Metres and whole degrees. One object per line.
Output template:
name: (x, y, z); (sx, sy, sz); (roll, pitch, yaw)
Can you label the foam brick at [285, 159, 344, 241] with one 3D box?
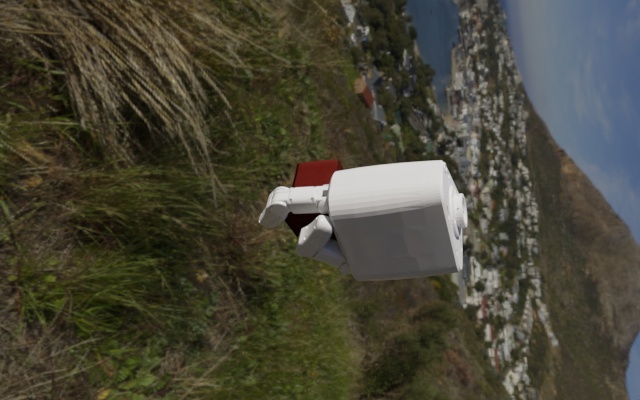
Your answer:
foam brick: (0.000, 0.001, 0.519); (0.051, 0.078, 0.053); (-7, -39, 23)
